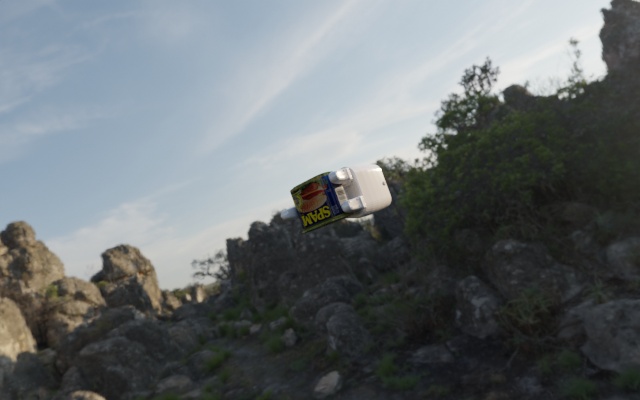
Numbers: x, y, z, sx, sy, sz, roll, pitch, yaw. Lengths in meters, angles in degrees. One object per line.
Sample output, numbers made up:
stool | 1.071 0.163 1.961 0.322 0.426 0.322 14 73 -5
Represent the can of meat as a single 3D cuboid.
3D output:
can of meat | 0.000 0.003 0.849 0.102 0.084 0.057 -24 -7 41
